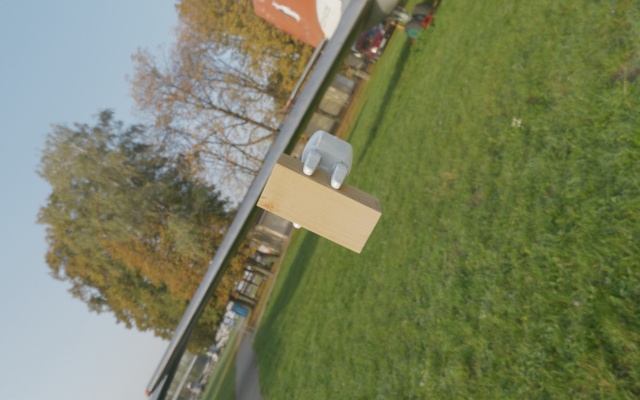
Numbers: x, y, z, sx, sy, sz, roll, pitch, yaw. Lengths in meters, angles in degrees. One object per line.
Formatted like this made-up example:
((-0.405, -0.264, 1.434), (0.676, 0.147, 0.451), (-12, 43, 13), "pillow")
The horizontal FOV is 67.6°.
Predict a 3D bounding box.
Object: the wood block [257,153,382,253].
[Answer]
((0.000, 0.003, 0.885), (0.206, 0.091, 0.090), (25, 17, -4), "wood block")
